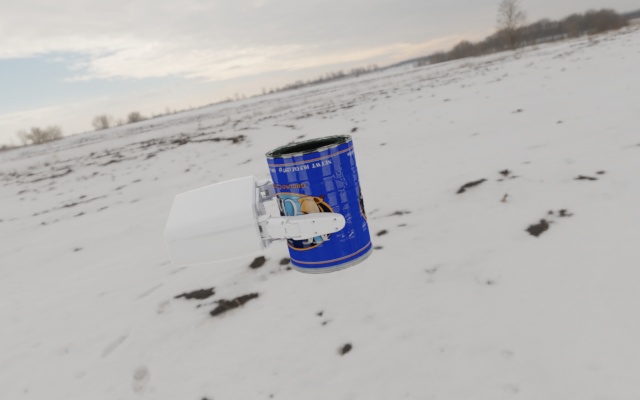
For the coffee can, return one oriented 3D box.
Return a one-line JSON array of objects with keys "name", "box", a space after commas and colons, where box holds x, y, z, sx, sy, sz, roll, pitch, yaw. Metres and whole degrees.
[{"name": "coffee can", "box": [0.000, 0.002, 0.567, 0.103, 0.140, 0.102, -11, 14, 3]}]
